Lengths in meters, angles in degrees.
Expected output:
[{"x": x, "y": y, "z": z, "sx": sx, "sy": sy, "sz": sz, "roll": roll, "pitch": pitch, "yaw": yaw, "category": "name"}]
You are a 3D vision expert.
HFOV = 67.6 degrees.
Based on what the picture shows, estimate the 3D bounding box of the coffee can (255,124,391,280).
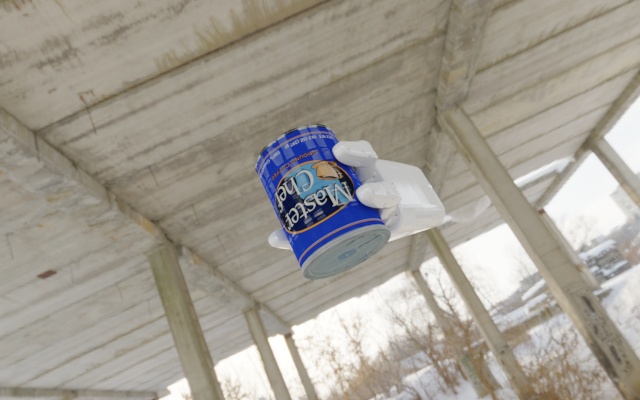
[{"x": 0.000, "y": 0.002, "z": 0.530, "sx": 0.103, "sy": 0.140, "sz": 0.103, "roll": -22, "pitch": -24, "yaw": -10, "category": "coffee can"}]
